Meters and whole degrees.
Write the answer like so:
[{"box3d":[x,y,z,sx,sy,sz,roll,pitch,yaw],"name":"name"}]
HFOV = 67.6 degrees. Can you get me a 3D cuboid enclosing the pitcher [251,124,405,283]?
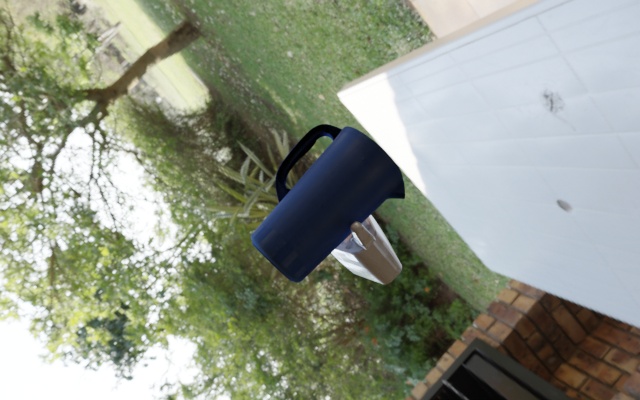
[{"box3d":[0.000,0.003,0.762,0.145,0.243,0.149,48,-7,-34],"name":"pitcher"}]
